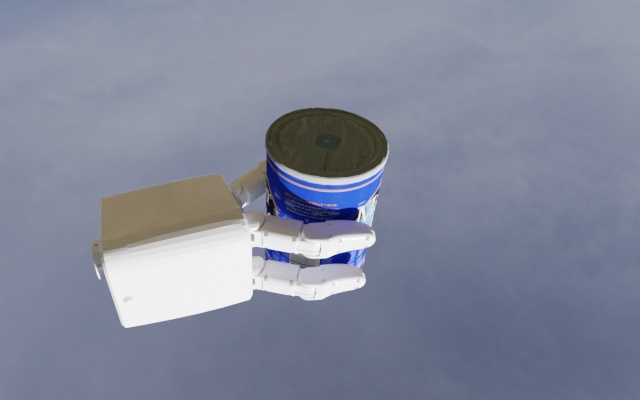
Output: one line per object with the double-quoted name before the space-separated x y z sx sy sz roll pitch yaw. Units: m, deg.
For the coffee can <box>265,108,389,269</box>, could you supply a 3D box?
"coffee can" 0.000 0.001 0.440 0.103 0.140 0.102 4 42 -3
